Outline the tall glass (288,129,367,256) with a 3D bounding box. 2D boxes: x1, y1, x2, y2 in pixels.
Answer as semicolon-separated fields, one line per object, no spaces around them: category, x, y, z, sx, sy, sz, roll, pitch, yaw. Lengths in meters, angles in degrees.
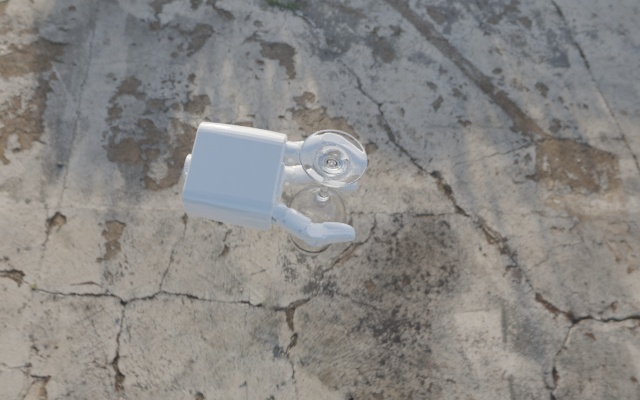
tall glass;0.000;0.002;0.597;0.079;0.079;0.201;0;-29;-9
